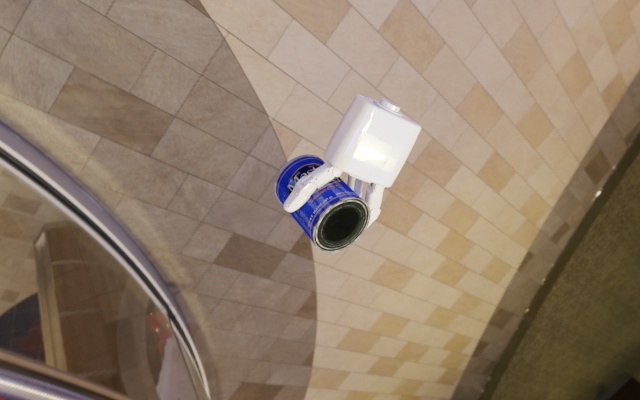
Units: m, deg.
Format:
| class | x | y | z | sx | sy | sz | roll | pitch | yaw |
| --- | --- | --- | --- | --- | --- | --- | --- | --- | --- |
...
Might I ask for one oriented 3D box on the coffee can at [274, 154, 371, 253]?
| class | x | y | z | sx | sy | sz | roll | pitch | yaw |
| --- | --- | --- | --- | --- | --- | --- | --- | --- | --- |
| coffee can | 0.000 | 0.003 | 0.772 | 0.103 | 0.103 | 0.140 | 0 | 32 | -35 |
